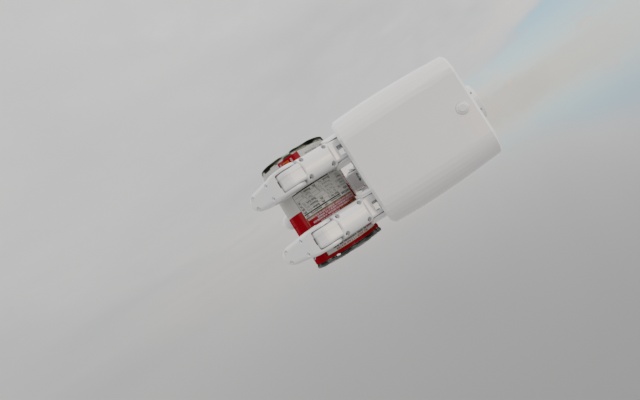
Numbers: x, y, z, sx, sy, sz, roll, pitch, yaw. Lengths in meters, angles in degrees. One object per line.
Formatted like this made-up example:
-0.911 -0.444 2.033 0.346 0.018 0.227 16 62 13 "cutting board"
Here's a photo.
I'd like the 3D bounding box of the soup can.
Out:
0.000 0.001 0.439 0.068 0.102 0.068 -32 -2 -1 "soup can"
